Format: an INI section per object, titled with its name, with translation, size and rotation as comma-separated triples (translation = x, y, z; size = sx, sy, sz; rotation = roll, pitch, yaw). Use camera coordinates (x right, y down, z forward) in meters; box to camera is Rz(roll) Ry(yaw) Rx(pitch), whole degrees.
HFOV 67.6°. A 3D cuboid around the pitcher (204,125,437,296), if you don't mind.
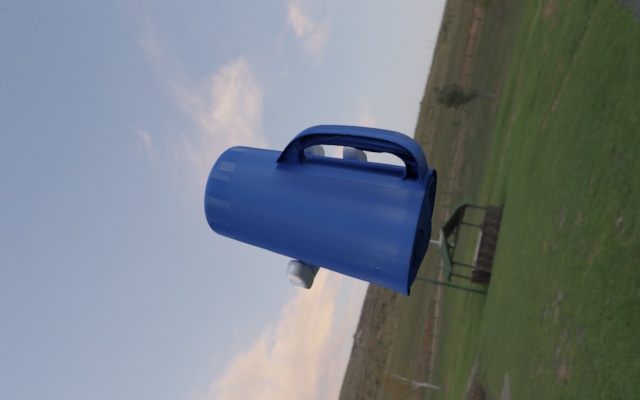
[pitcher]
translation = 0.000, 0.002, 0.522
size = 0.243, 0.149, 0.145
rotation = 12, -7, 18
